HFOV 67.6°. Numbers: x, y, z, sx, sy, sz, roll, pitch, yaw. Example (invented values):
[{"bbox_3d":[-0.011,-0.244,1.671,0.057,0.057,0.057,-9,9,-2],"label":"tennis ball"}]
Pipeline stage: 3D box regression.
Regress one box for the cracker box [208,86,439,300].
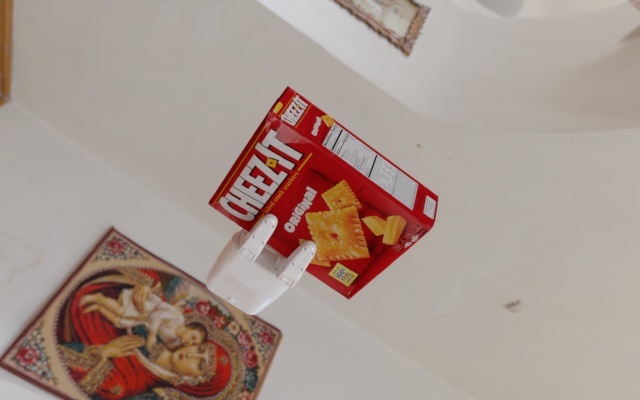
[{"bbox_3d":[0.000,0.002,0.554,0.214,0.164,0.072,35,39,-9],"label":"cracker box"}]
